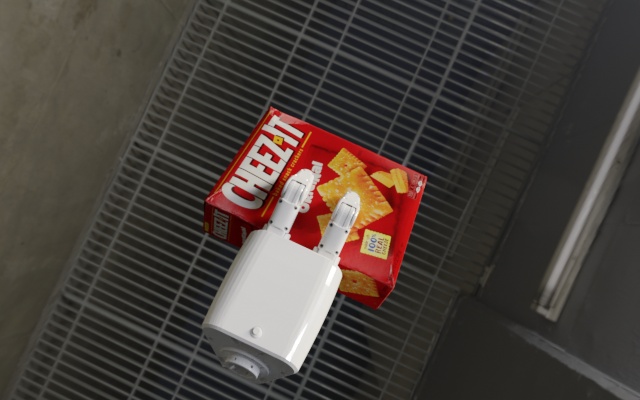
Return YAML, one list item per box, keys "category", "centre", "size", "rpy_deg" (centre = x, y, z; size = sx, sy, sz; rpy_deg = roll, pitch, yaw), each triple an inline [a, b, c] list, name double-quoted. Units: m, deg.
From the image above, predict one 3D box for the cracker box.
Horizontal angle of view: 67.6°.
- category: "cracker box"
  centre: [0.000, 0.002, 0.548]
  size: [0.213, 0.164, 0.072]
  rpy_deg: [25, -37, 2]
